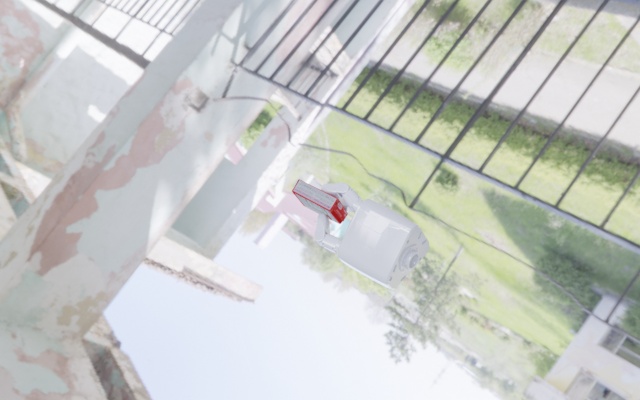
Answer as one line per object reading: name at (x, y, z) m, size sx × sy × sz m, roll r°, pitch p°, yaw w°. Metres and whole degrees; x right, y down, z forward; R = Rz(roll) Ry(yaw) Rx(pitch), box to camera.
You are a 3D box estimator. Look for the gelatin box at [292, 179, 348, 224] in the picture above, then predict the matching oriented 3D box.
gelatin box at (0.000, 0.003, 0.860) m, size 0.089 × 0.030 × 0.073 m, roll 26°, pitch -12°, yaw 24°
